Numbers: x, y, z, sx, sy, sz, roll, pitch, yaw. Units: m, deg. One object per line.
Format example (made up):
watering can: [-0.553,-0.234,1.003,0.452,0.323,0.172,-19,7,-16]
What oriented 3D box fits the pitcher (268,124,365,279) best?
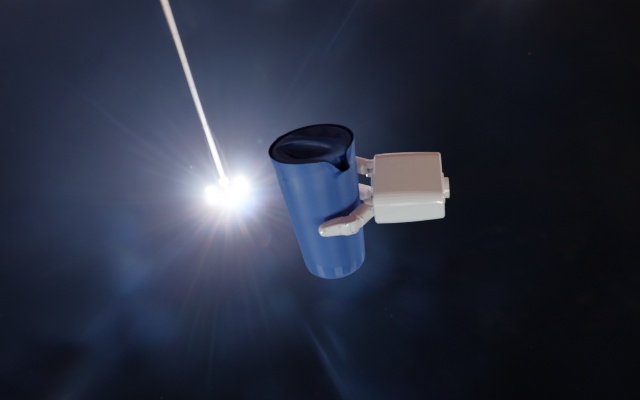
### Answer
pitcher: [0.000,0.003,0.791,0.145,0.243,0.149,-4,33,12]
